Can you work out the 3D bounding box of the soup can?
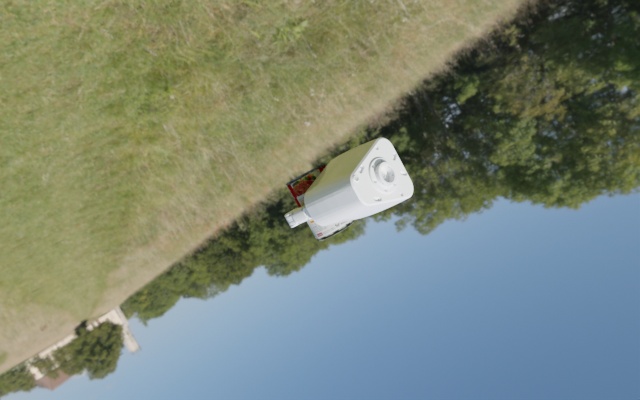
[{"bbox_3d":[0.000,0.003,0.737,0.068,0.102,0.068,-29,4,2],"label":"soup can"}]
